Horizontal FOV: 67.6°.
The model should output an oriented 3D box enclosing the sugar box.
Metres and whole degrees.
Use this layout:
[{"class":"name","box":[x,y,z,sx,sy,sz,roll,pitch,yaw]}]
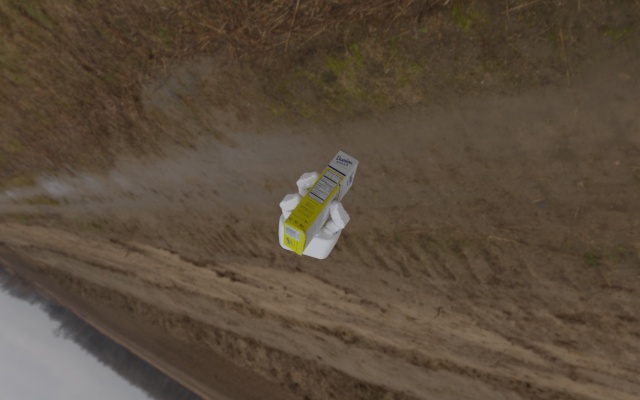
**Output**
[{"class":"sugar box","box":[0.000,0.003,0.839,0.048,0.176,0.093,29,-28,10]}]
